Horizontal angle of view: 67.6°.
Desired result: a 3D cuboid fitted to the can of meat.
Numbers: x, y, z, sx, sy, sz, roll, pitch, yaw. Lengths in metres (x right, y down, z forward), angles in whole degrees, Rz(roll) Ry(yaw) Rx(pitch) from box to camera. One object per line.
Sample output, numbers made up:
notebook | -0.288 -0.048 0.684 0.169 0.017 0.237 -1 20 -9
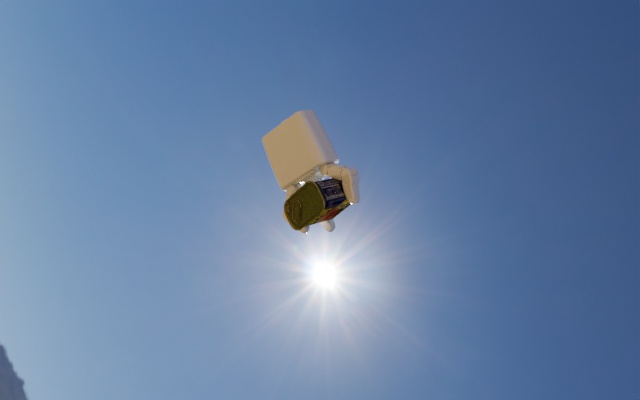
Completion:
can of meat | 0.000 0.003 0.818 0.084 0.057 0.102 -14 -18 -42
